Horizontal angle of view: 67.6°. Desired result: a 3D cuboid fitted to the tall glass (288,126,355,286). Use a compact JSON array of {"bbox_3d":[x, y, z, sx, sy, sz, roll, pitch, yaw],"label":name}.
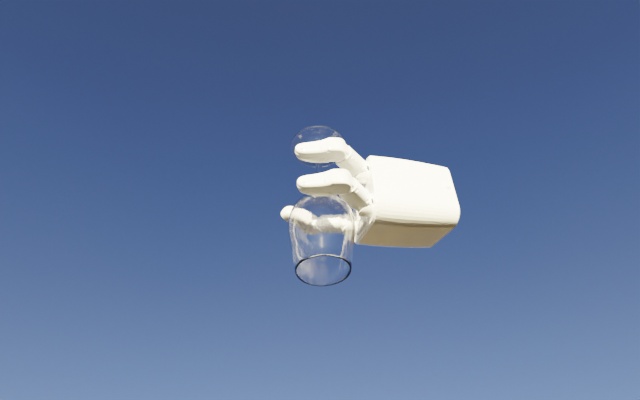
[{"bbox_3d":[0.000,0.001,0.580,0.079,0.200,0.079,-1,-41,-1],"label":"tall glass"}]
